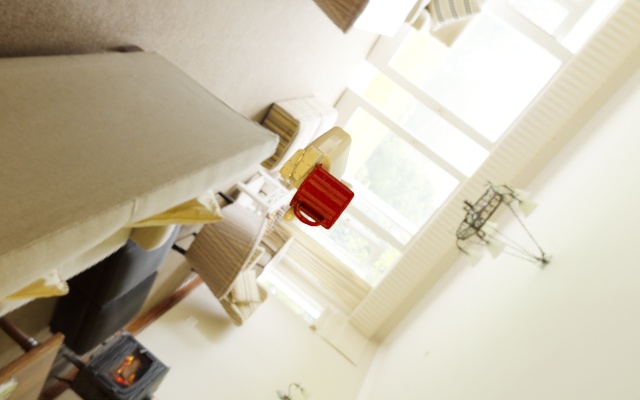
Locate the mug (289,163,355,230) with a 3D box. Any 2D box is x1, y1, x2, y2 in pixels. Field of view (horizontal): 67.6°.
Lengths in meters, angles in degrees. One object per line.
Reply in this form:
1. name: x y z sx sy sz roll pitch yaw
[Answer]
1. mug: 0.000 0.003 0.813 0.081 0.093 0.117 37 43 5
